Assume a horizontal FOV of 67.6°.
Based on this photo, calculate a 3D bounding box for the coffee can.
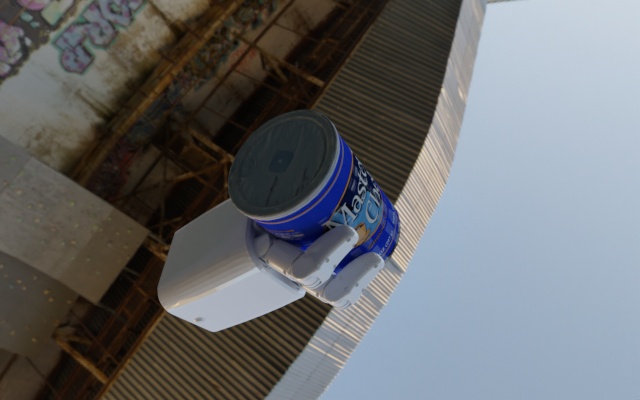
[{"bbox_3d":[0.000,0.001,0.432,0.103,0.102,0.140,0,-29,33],"label":"coffee can"}]
